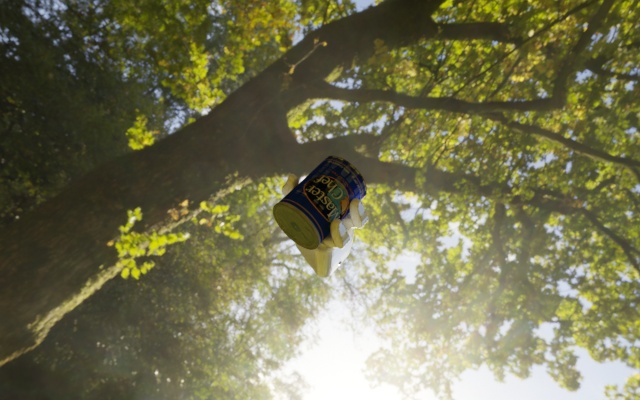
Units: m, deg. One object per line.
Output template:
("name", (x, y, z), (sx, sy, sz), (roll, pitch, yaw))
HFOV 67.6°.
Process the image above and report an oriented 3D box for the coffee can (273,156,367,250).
("coffee can", (0.000, 0.003, 0.842), (0.140, 0.103, 0.103), (-45, 25, -28))
